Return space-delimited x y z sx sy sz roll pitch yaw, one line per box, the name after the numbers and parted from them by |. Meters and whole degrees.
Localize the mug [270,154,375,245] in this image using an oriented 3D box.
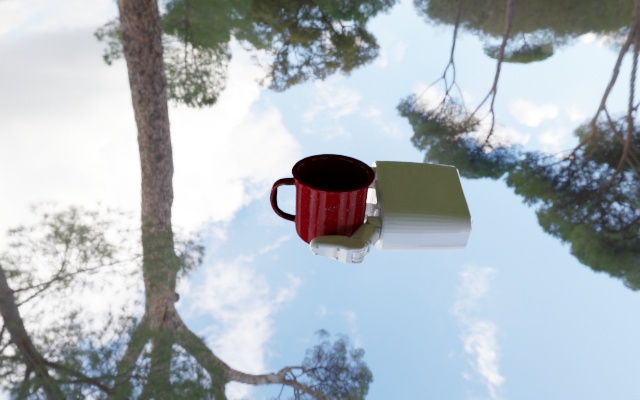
-0.001 0.002 0.549 0.117 0.081 0.093 2 31 -3 | mug
